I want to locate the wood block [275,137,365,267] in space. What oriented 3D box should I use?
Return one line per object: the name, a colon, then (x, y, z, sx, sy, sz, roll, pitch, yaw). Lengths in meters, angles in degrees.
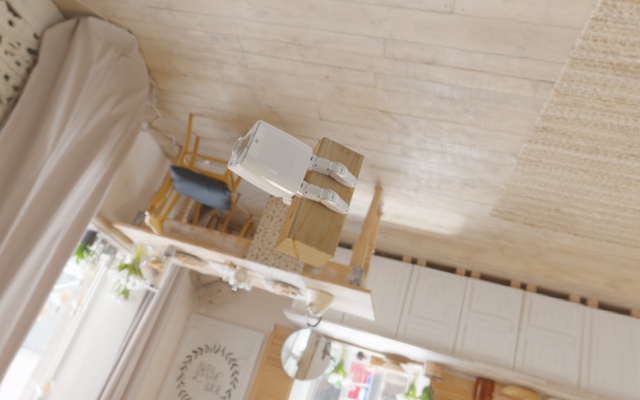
wood block: (0.000, 0.003, 0.872, 0.090, 0.206, 0.091, 24, -25, -12)
